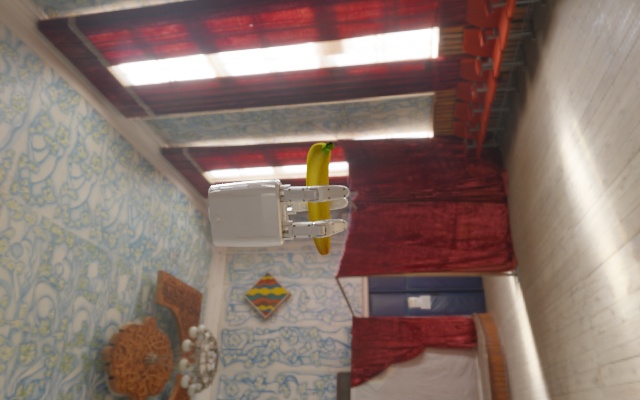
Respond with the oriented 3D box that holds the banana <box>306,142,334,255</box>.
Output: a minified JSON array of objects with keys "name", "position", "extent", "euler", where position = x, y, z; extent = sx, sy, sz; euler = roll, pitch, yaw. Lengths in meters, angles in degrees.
[{"name":"banana","position":[-0.002,-0.010,0.745],"extent":[0.037,0.198,0.069],"euler":[-4,30,-6]}]
